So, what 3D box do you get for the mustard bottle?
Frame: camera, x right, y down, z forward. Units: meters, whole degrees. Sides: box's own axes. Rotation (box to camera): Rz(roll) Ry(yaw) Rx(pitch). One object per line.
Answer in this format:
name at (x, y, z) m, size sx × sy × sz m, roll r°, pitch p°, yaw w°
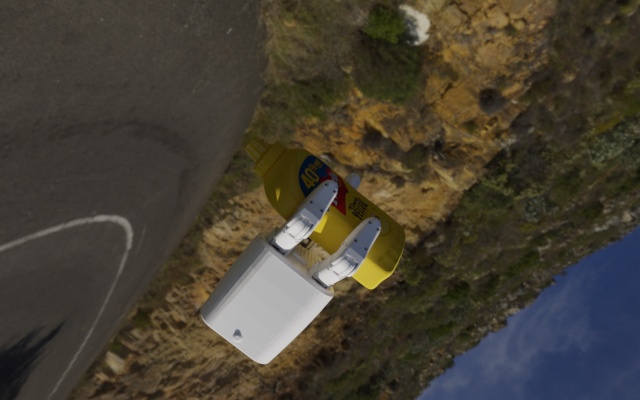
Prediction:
mustard bottle at (0.000, 0.002, 0.499) m, size 0.058 × 0.191 × 0.096 m, roll -46°, pitch 8°, yaw 34°
